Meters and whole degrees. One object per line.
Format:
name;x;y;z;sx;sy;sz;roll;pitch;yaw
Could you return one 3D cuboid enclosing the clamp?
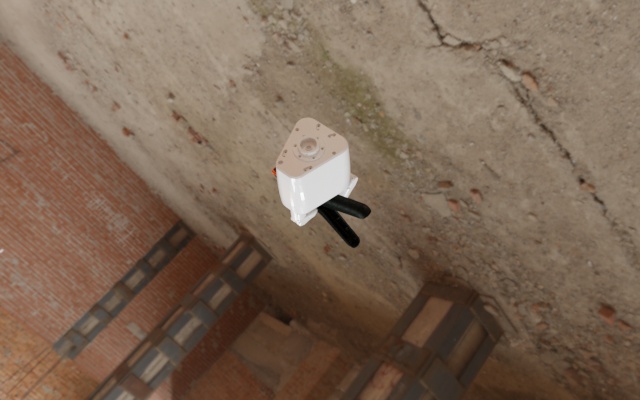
clamp;-0.001;0.003;0.869;0.210;0.036;0.165;34;-23;19
